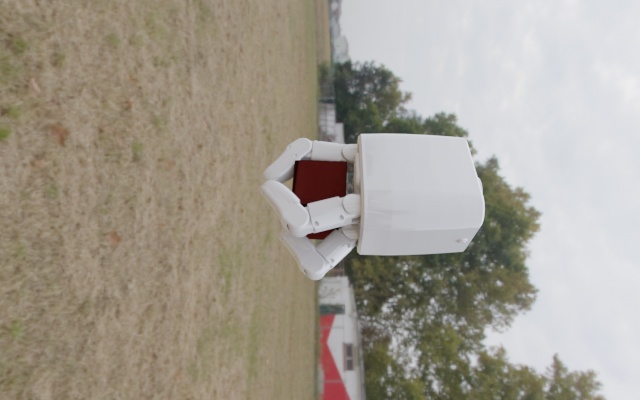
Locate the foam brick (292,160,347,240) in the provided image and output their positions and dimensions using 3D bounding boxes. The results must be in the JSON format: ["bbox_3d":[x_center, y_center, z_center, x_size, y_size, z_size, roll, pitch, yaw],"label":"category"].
[{"bbox_3d":[0.000,0.002,0.480,0.051,0.053,0.078,2,-27,2],"label":"foam brick"}]
